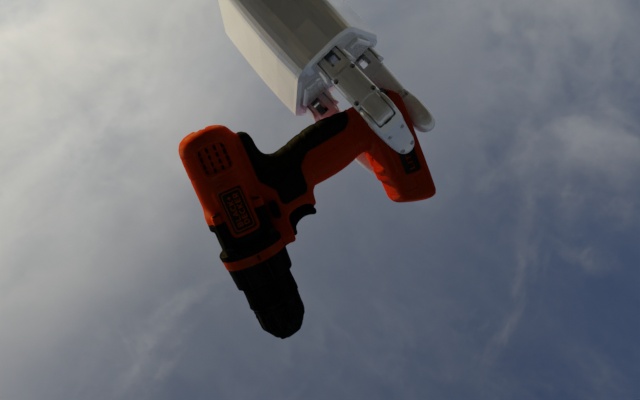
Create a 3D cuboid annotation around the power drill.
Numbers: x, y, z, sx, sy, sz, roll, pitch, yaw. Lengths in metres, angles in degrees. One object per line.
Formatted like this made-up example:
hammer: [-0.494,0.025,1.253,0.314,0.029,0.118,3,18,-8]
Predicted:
power drill: [0.000,0.001,0.401,0.187,0.184,0.057,-25,13,-15]
